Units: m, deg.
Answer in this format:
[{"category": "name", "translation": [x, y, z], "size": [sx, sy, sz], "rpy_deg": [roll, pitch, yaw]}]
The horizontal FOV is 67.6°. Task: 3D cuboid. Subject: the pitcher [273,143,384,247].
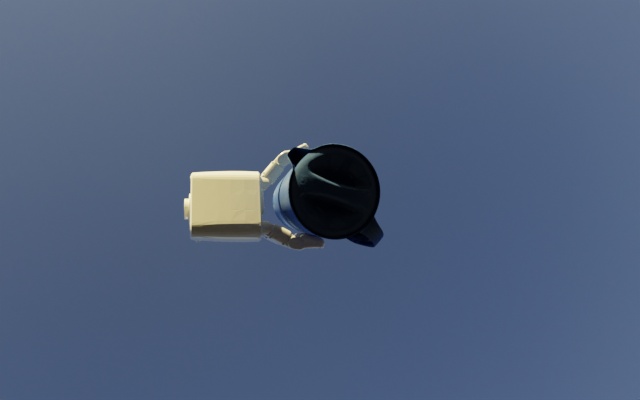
[{"category": "pitcher", "translation": [0.000, 0.002, 0.769], "size": [0.145, 0.149, 0.243], "rpy_deg": [-2, -3, -14]}]
